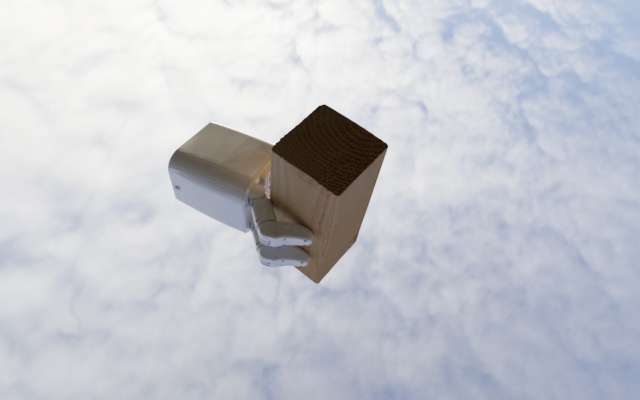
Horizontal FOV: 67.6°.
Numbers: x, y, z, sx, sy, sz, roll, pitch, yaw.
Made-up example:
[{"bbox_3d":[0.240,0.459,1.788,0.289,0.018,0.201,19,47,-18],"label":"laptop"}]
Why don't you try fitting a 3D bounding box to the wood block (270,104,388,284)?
[{"bbox_3d":[0.000,0.002,0.568,0.090,0.090,0.206,35,-30,16],"label":"wood block"}]
